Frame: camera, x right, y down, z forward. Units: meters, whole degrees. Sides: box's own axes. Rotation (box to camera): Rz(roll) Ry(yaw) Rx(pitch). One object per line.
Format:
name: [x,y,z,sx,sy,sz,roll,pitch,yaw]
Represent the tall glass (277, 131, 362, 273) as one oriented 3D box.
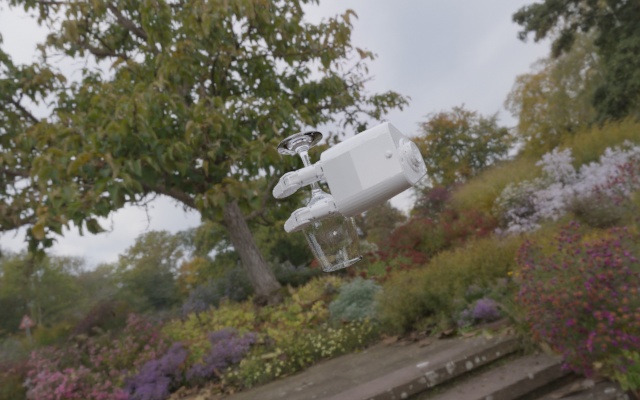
tall glass: [0.000,0.002,0.708,0.079,0.201,0.079,-18,-13,-4]
